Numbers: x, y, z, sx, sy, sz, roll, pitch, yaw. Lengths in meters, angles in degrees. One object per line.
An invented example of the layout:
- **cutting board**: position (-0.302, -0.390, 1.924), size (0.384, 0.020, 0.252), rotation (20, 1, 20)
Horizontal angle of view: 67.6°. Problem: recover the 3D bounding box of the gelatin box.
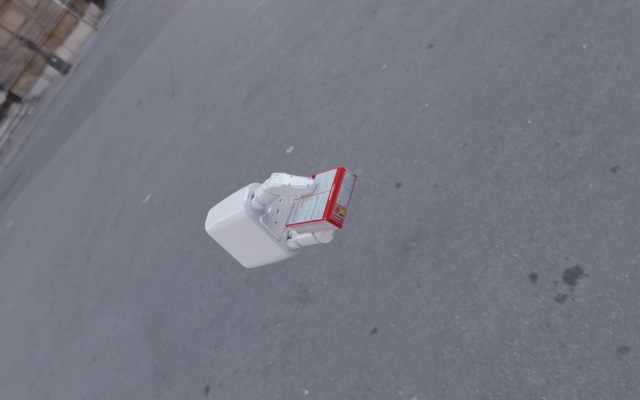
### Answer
- **gelatin box**: position (0.000, 0.002, 0.603), size (0.030, 0.073, 0.089), rotation (31, -25, -29)
